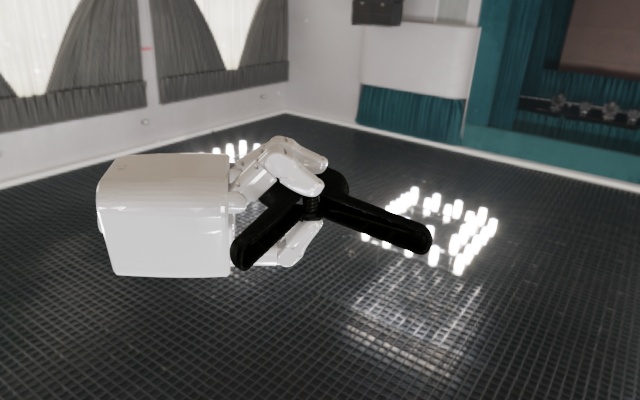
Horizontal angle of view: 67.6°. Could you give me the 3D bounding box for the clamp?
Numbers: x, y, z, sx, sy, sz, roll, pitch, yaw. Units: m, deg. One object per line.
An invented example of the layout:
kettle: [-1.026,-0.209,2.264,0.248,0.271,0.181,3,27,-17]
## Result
clamp: [0.000,0.002,0.453,0.164,0.036,0.210,1,24,-9]
